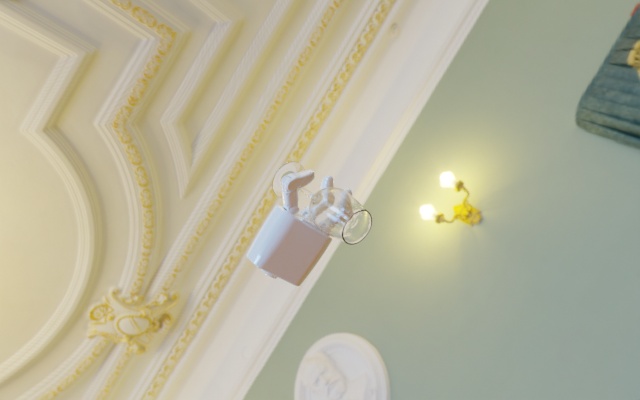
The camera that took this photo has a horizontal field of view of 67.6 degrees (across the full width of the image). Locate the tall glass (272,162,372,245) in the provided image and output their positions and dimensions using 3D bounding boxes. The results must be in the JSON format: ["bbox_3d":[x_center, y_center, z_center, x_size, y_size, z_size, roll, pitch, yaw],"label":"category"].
[{"bbox_3d":[0.000,0.002,0.822,0.079,0.079,0.201,0,24,-40],"label":"tall glass"}]
